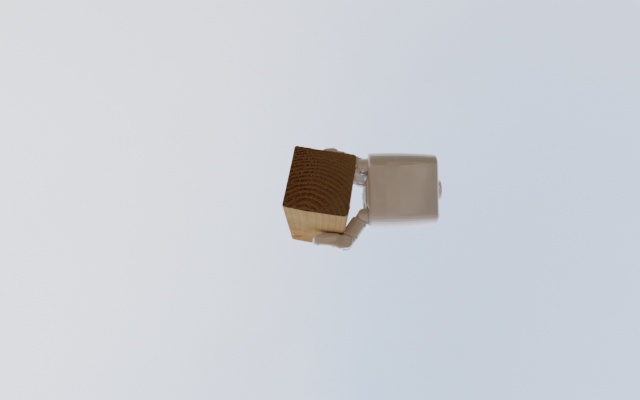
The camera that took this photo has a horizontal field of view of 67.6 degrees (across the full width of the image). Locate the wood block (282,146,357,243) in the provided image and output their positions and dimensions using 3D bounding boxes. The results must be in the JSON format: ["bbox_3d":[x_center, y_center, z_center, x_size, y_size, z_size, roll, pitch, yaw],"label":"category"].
[{"bbox_3d":[0.000,0.003,0.735,0.090,0.090,0.206,9,-17,3],"label":"wood block"}]
